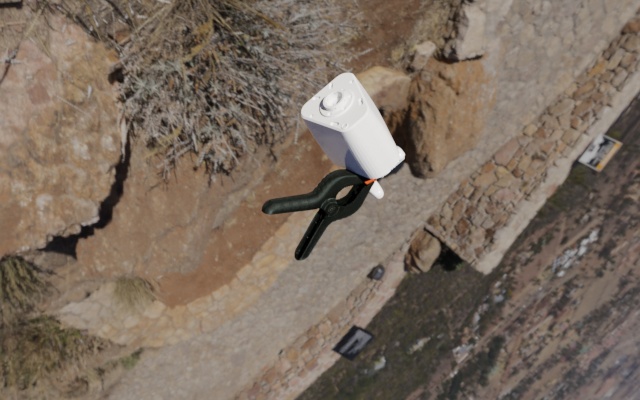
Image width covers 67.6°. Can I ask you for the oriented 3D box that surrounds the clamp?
[{"bbox_3d":[0.001,0.003,0.695,0.039,0.171,0.120,46,-3,46],"label":"clamp"}]
